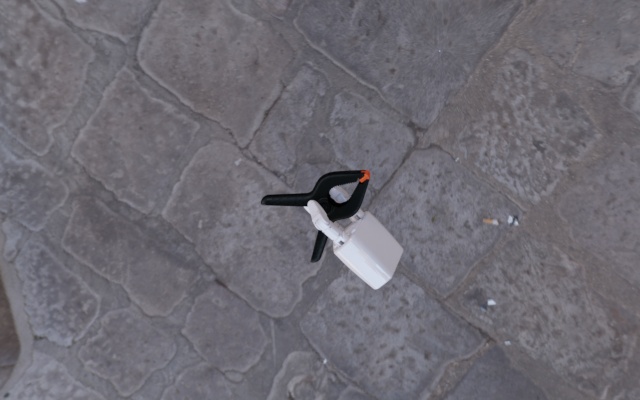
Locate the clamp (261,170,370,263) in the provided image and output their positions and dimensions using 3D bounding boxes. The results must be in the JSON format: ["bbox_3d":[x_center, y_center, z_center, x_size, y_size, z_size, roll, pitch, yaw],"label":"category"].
[{"bbox_3d":[0.001,0.003,0.894,0.210,0.164,0.036,-43,9,22],"label":"clamp"}]
